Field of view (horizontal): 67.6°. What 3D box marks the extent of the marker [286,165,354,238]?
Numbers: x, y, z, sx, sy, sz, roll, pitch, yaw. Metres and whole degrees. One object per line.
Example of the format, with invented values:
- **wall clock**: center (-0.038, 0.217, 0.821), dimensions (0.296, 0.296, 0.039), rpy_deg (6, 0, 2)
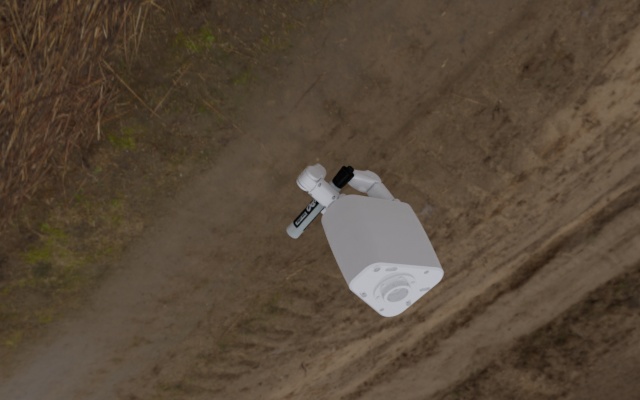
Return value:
- **marker**: center (0.000, 0.002, 0.593), dimensions (0.121, 0.020, 0.020), rpy_deg (-47, -24, 25)
